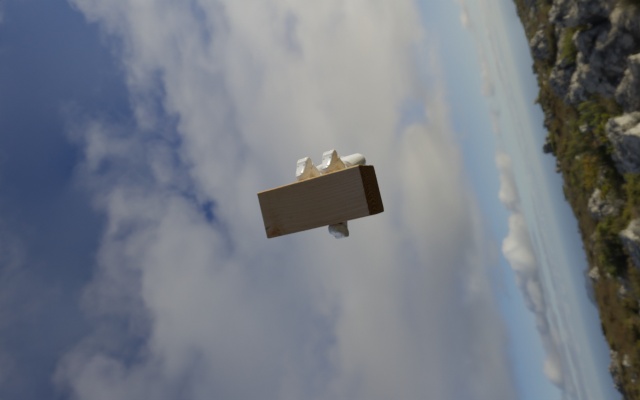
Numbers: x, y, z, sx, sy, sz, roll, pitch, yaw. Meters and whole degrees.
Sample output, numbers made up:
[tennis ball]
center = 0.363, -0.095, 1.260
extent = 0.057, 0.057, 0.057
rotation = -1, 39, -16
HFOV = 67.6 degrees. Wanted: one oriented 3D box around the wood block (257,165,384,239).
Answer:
[wood block]
center = 0.000, 0.003, 0.884
extent = 0.206, 0.091, 0.090
rotation = -14, -2, 24
